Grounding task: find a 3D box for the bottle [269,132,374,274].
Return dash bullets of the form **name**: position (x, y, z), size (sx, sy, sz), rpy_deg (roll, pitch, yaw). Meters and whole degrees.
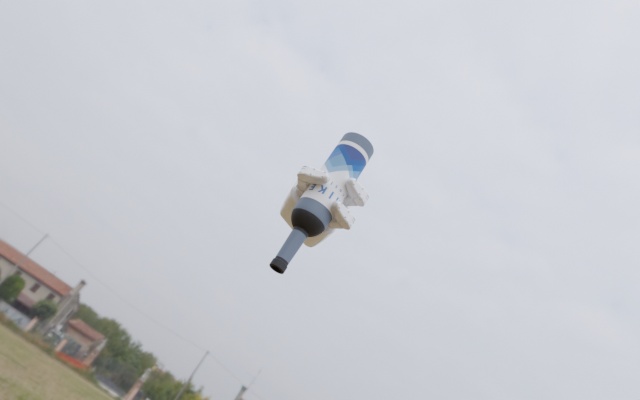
- **bottle**: position (0.000, 0.003, 0.839), size (0.069, 0.295, 0.069), rpy_deg (25, -29, 15)
